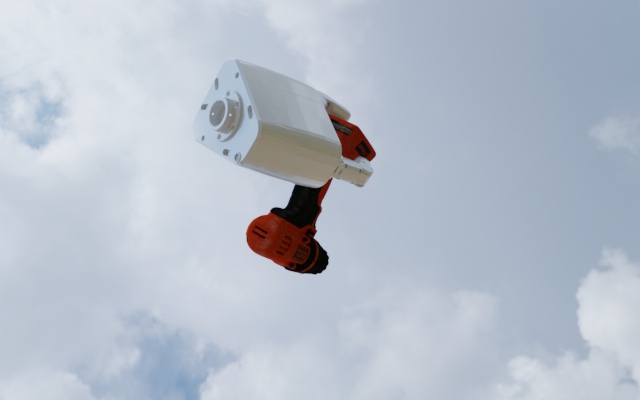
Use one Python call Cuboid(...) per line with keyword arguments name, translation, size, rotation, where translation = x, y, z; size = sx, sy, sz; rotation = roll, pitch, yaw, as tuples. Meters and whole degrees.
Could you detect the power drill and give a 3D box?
Cuboid(name="power drill", translation=(0.000, 0.001, 0.593), size=(0.057, 0.187, 0.184), rotation=(25, -6, 24))
